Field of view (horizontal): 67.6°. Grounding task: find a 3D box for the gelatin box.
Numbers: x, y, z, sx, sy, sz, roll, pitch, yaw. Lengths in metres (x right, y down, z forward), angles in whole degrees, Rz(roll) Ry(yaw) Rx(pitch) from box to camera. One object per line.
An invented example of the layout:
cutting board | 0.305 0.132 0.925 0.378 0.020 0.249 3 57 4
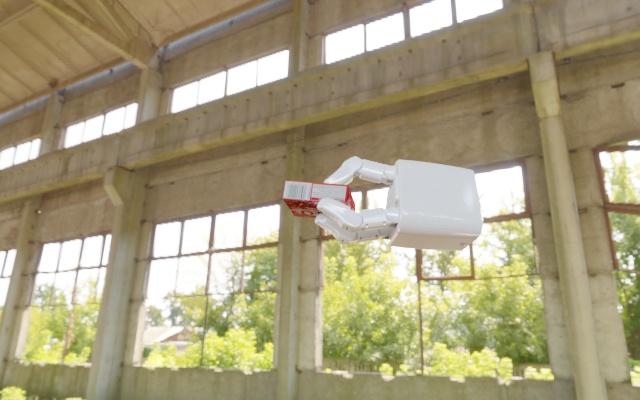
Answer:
gelatin box | 0.000 0.002 0.650 0.089 0.030 0.073 5 -19 12
